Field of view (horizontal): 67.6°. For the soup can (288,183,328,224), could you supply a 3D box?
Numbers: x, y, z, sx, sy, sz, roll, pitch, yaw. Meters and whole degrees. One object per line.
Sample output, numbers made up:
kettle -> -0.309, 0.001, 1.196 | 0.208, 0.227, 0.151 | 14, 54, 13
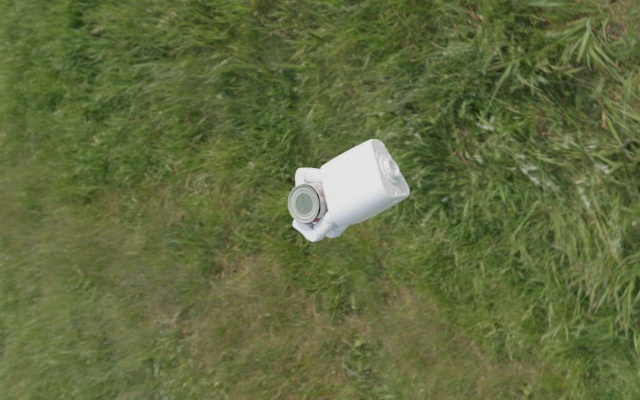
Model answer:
soup can -> 0.000, 0.003, 0.826 | 0.068, 0.068, 0.102 | 0, 4, 34
